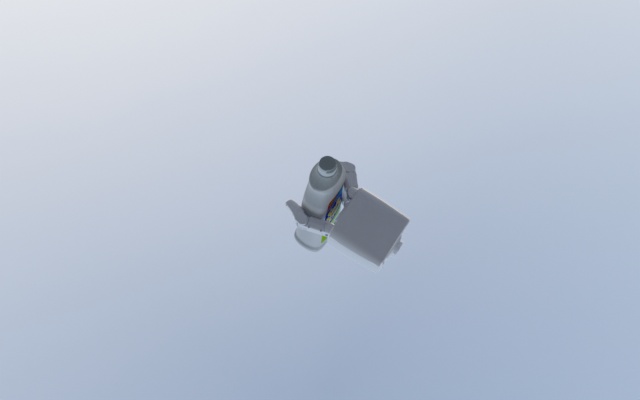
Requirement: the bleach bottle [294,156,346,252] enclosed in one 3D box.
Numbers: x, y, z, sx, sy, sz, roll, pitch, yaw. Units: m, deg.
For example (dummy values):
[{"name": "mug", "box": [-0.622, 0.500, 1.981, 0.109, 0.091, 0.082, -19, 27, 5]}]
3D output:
[{"name": "bleach bottle", "box": [0.000, 0.003, 0.872, 0.068, 0.102, 0.251, 33, -24, 13]}]
